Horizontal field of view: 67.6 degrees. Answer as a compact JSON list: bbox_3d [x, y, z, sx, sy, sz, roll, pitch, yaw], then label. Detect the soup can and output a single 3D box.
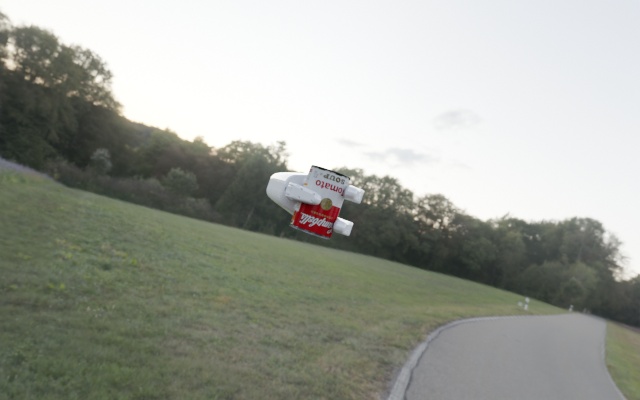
[{"bbox_3d":[0.000,0.002,0.748,0.068,0.102,0.068,19,0,0],"label":"soup can"}]
